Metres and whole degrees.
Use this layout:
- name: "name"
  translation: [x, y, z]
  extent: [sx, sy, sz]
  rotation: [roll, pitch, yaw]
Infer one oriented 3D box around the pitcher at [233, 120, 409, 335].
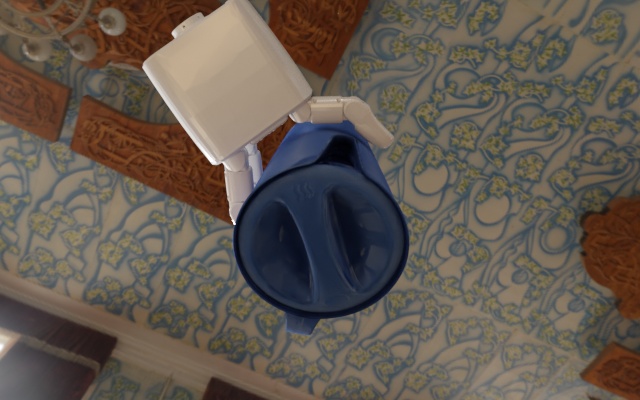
- name: "pitcher"
  translation: [0.000, 0.001, 0.469]
  extent: [0.149, 0.145, 0.242]
  rotation: [-32, 18, 13]
